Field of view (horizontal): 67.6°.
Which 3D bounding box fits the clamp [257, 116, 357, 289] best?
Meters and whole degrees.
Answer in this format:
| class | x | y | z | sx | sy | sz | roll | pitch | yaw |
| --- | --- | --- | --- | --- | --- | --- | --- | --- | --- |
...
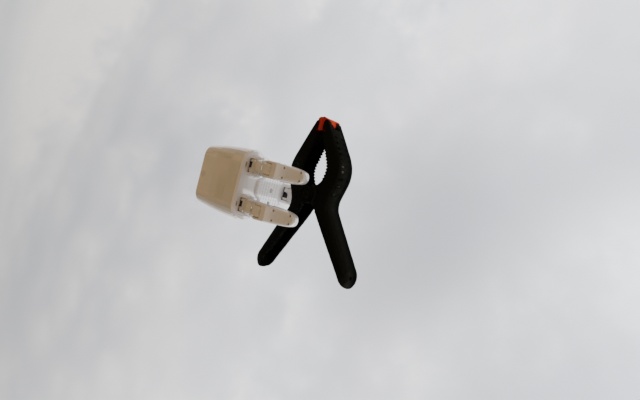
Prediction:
| class | x | y | z | sx | sy | sz | roll | pitch | yaw |
| --- | --- | --- | --- | --- | --- | --- | --- | --- | --- |
| clamp | 0.001 | 0.002 | 0.595 | 0.164 | 0.210 | 0.036 | 16 | 0 | 43 |
